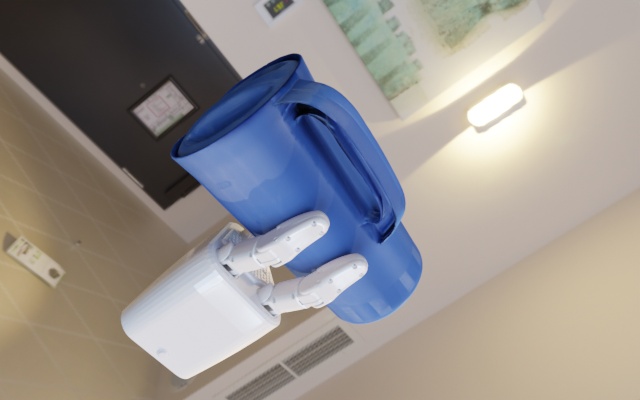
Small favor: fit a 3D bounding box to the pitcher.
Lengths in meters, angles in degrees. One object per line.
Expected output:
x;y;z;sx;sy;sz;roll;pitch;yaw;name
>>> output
0.000;0.001;0.430;0.145;0.243;0.149;-34;27;10;pitcher
